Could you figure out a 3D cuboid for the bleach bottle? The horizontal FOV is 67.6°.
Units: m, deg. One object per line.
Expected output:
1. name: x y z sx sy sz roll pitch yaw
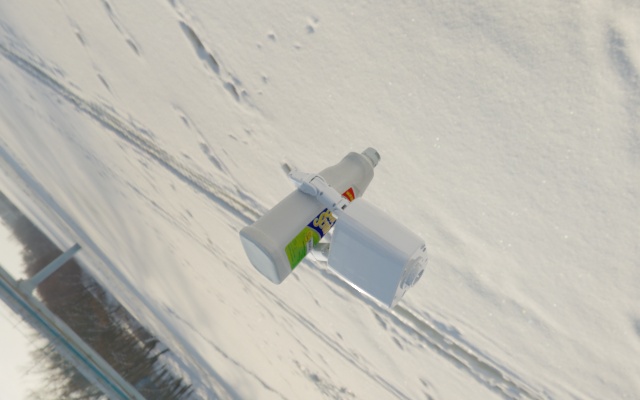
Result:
1. bleach bottle: 0.000 0.002 0.686 0.068 0.250 0.103 33 -27 26
